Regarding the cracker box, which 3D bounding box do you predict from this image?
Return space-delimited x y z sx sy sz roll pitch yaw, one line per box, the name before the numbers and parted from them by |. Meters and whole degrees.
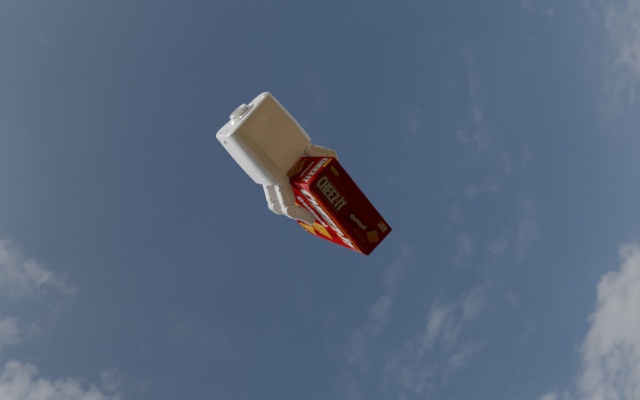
cracker box | 0.000 0.003 0.831 0.164 0.072 0.213 49 -16 -23
